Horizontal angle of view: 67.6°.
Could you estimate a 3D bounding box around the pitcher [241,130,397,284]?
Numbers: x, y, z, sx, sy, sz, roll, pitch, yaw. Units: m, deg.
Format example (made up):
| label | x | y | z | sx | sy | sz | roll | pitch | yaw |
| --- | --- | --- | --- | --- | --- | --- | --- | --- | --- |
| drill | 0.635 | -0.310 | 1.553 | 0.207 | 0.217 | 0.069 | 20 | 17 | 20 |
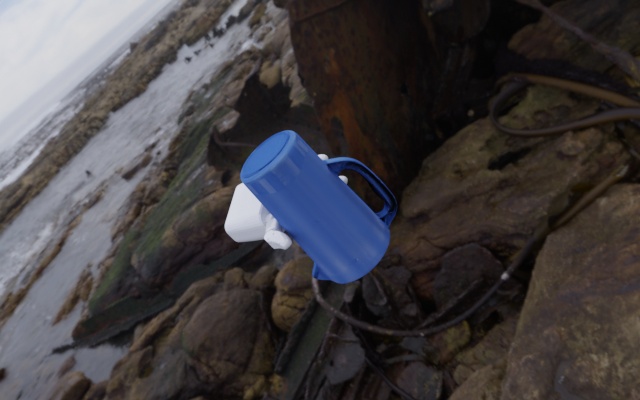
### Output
| label | x | y | z | sx | sy | sz | roll | pitch | yaw |
| --- | --- | --- | --- | --- | --- | --- | --- | --- | --- |
| pitcher | 0.000 | 0.003 | 0.751 | 0.145 | 0.149 | 0.243 | -14 | -52 | 43 |
